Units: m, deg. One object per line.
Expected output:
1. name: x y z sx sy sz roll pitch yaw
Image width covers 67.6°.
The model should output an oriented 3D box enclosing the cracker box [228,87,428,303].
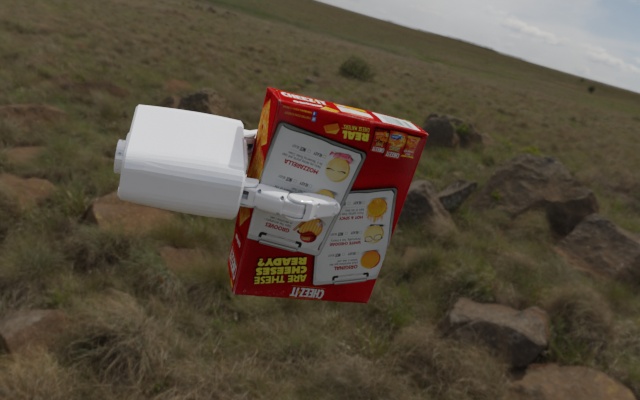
1. cracker box: 0.000 0.002 0.523 0.164 0.214 0.072 9 22 -20
